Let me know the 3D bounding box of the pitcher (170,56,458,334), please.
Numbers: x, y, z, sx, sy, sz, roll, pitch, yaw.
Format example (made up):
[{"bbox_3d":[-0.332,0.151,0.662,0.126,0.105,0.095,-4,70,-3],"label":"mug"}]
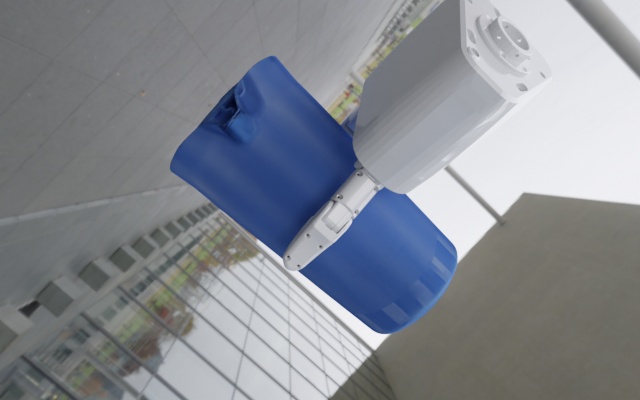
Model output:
[{"bbox_3d":[0.000,0.001,0.434,0.145,0.243,0.149,-42,7,42],"label":"pitcher"}]
